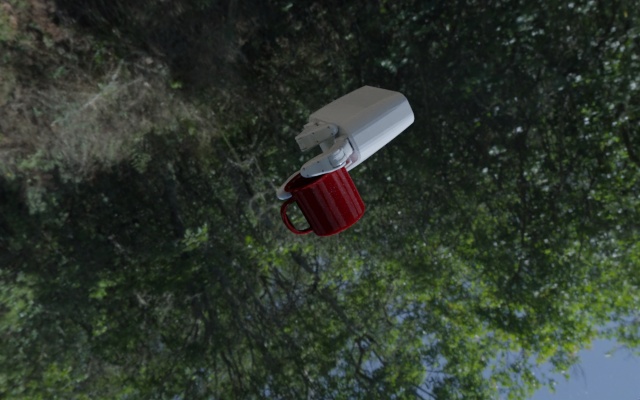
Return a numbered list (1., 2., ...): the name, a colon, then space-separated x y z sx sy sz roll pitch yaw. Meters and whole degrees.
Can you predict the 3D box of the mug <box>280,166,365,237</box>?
1. mug: -0.001 0.003 0.656 0.117 0.081 0.093 -35 18 -17
